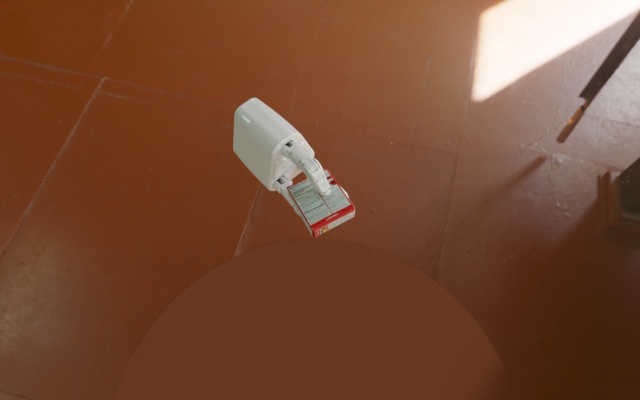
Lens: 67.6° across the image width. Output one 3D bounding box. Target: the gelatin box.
[{"bbox_3d":[0.000,0.002,0.728,0.073,0.089,0.030,-27,-31,-11],"label":"gelatin box"}]
